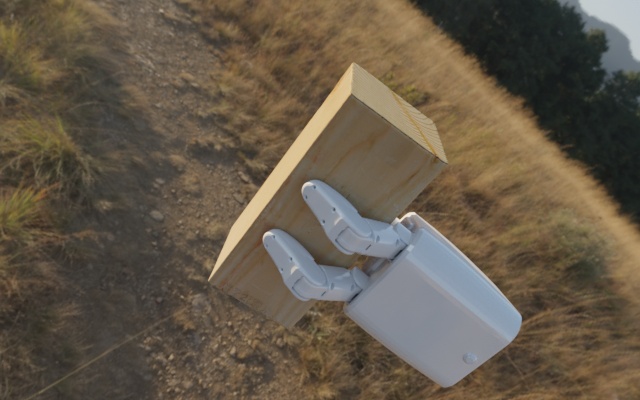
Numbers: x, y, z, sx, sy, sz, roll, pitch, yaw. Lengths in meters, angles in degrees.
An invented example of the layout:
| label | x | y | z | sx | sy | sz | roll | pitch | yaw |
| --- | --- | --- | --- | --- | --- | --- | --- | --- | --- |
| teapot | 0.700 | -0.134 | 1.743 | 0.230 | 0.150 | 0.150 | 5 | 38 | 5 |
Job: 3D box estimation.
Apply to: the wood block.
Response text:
| label | x | y | z | sx | sy | sz | roll | pitch | yaw |
| --- | --- | --- | --- | --- | --- | --- | --- | --- | --- |
| wood block | 0.000 | 0.001 | 0.410 | 0.090 | 0.206 | 0.090 | 33 | 27 | -12 |
